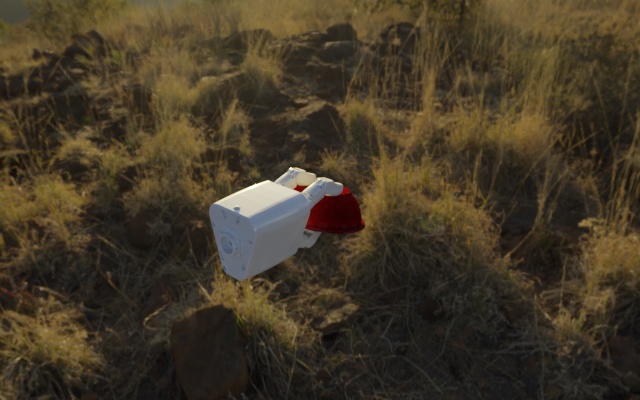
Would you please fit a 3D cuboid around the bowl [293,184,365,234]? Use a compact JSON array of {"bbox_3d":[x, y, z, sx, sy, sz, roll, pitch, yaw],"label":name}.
[{"bbox_3d":[0.001,0.002,0.795,0.162,0.055,0.162,10,14,-2],"label":"bowl"}]
